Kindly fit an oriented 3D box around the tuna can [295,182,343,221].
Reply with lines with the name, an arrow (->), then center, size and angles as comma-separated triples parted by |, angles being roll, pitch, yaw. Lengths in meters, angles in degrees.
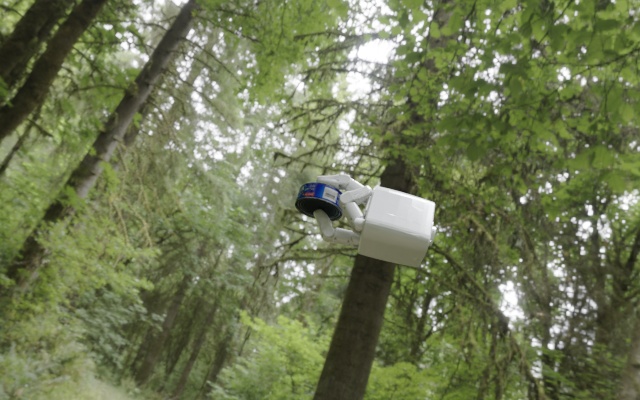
tuna can -> 0.000, 0.002, 0.842 | 0.086, 0.033, 0.086 | 12, -26, 6
